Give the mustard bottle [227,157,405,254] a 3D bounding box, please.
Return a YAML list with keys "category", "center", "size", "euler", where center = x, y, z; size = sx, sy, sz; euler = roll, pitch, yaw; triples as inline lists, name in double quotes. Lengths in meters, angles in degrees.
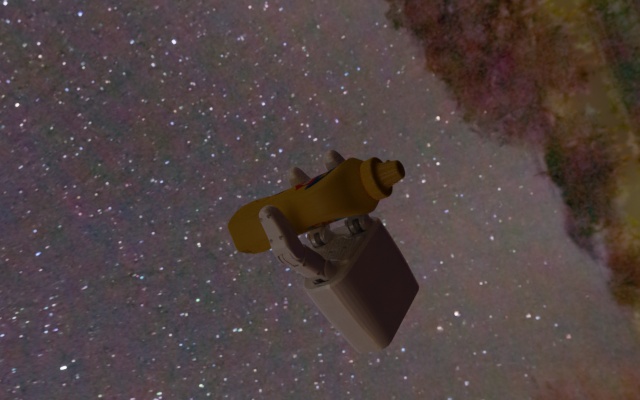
- category: "mustard bottle"
  center: [0.000, 0.001, 0.496]
  size: [0.192, 0.058, 0.096]
  euler: [-22, 0, 32]
